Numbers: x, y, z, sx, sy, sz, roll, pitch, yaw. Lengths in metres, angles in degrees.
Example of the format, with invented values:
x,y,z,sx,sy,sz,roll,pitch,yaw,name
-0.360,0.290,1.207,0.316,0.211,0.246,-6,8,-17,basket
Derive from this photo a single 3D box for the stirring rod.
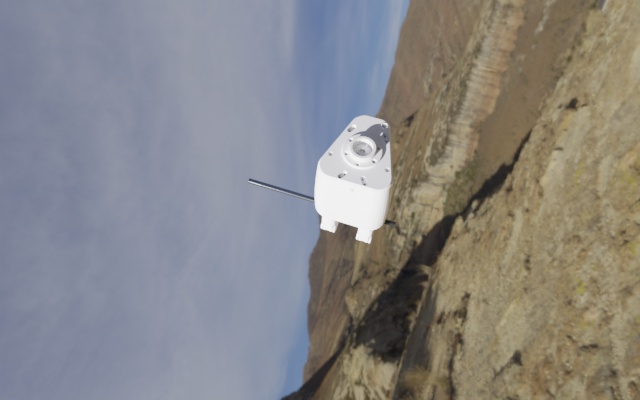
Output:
x,y,z,sx,sy,sz,roll,pitch,yaw,name
0.000,0.002,0.745,0.239,0.011,0.011,17,2,8,stirring rod
